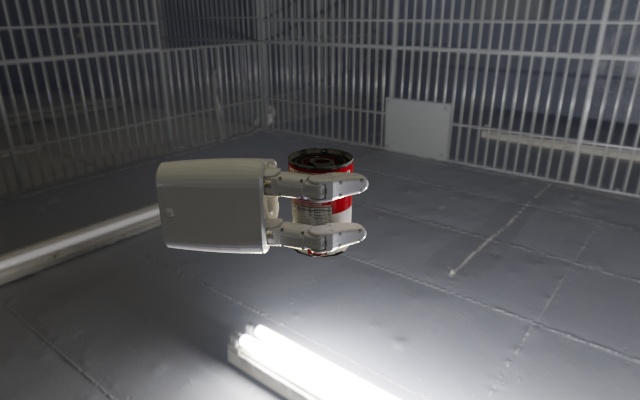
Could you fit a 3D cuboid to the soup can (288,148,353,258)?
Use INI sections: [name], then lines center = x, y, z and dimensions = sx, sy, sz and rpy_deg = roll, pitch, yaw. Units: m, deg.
[soup can]
center = 0.001, 0.002, 0.513
dimensions = 0.068, 0.102, 0.068
rpy_deg = 0, 22, 0
